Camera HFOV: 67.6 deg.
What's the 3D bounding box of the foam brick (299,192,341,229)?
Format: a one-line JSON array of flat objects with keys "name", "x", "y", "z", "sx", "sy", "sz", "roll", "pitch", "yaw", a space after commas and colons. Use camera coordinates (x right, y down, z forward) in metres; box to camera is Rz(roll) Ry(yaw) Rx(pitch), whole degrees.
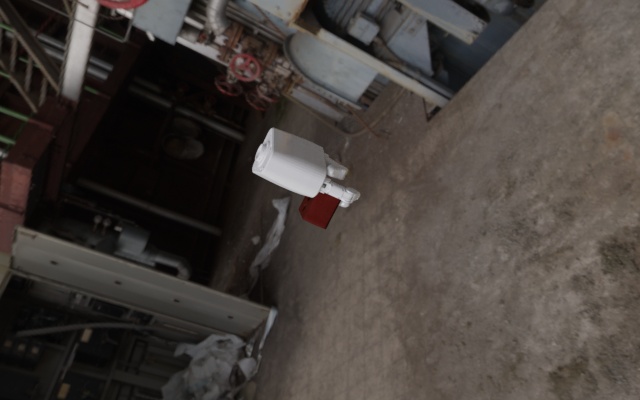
[{"name": "foam brick", "x": 0.000, "y": 0.003, "z": 0.896, "sx": 0.051, "sy": 0.078, "sz": 0.053, "roll": 22, "pitch": 15, "yaw": -21}]
